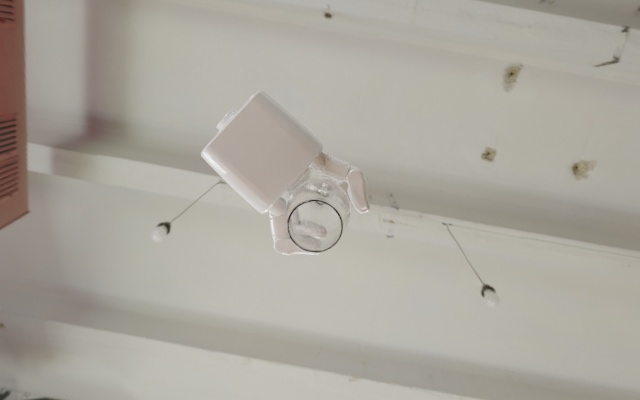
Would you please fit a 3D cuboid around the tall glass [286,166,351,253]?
[{"bbox_3d":[0.000,0.002,0.619,0.079,0.079,0.201,0,16,4],"label":"tall glass"}]
